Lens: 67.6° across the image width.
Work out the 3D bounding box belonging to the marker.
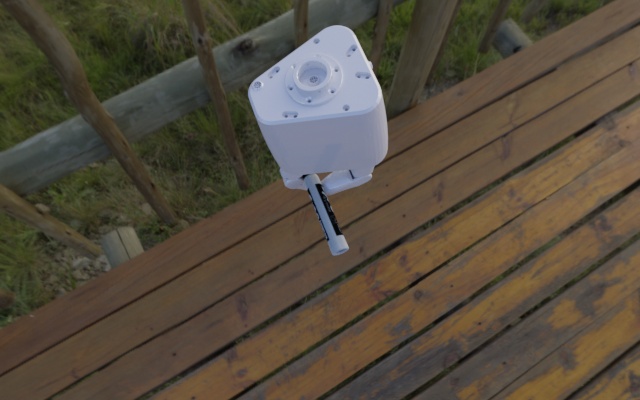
[{"bbox_3d":[0.000,0.002,0.522,0.020,0.121,0.020,-19,-20,-7],"label":"marker"}]
